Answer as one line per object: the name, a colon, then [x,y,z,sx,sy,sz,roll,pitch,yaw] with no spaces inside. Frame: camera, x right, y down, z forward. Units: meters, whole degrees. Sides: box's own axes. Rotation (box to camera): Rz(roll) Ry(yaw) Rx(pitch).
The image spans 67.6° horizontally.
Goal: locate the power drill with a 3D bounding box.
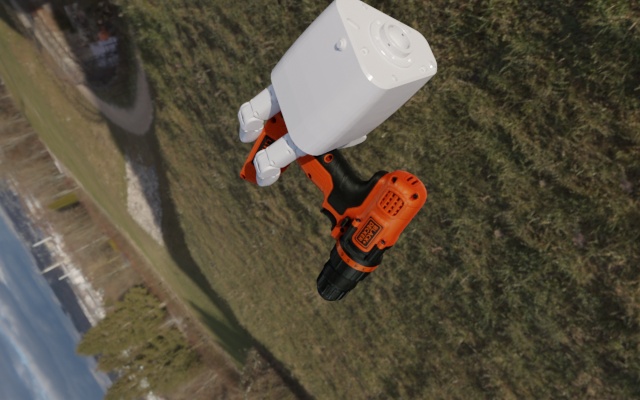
power drill: [0.000,0.001,0.532,0.187,0.184,0.057,41,31,12]
